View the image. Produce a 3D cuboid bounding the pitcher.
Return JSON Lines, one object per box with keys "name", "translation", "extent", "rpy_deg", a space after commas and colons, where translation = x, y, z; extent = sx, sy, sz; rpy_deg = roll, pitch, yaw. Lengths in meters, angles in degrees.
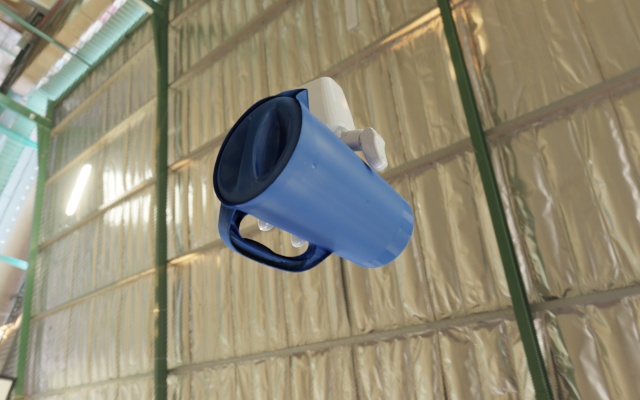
{"name": "pitcher", "translation": [0.000, 0.002, 0.563], "extent": [0.149, 0.145, 0.243], "rpy_deg": [-33, -45, 25]}
